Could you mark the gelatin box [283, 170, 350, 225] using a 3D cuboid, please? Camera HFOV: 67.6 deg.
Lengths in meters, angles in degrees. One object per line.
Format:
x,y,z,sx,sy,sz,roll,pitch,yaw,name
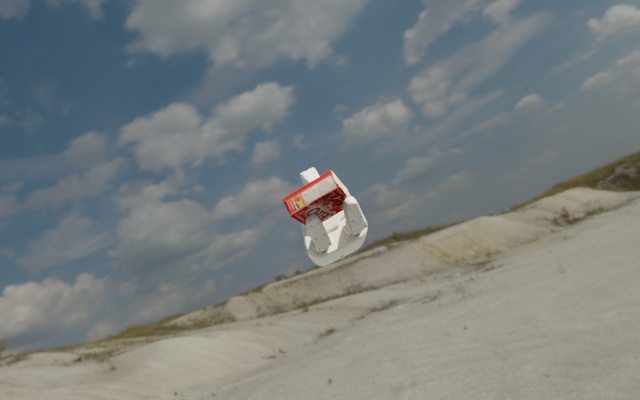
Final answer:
0.000,0.002,0.633,0.073,0.030,0.089,-30,-21,7,gelatin box
